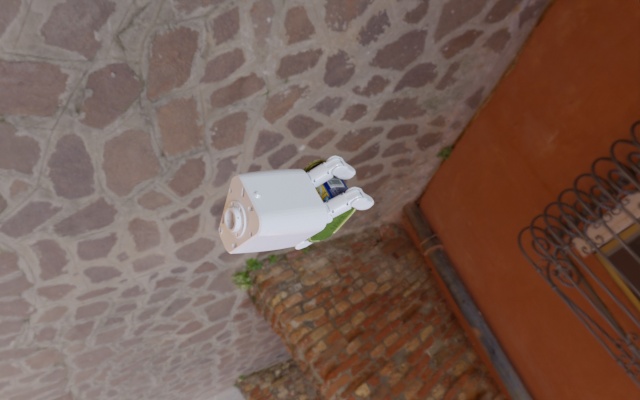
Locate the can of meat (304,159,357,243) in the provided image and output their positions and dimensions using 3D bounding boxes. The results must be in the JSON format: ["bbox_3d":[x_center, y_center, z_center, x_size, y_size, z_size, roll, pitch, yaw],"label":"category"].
[{"bbox_3d":[0.000,0.003,0.724,0.057,0.084,0.102,-2,-38,-42],"label":"can of meat"}]
